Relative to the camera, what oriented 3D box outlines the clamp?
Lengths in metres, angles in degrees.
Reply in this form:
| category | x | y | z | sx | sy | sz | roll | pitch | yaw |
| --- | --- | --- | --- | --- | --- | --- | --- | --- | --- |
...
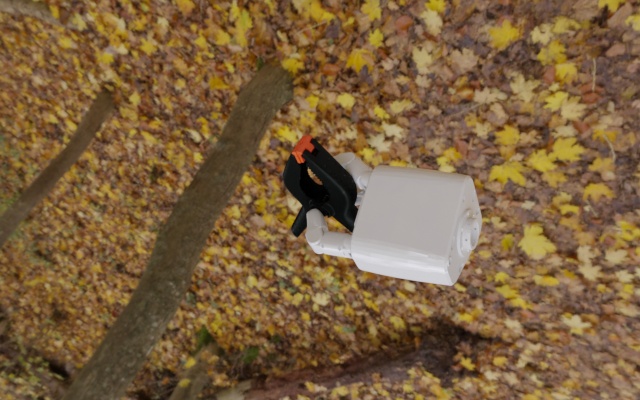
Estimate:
| category | x | y | z | sx | sy | sz | roll | pitch | yaw |
| --- | --- | --- | --- | --- | --- | --- | --- | --- | --- |
| clamp | 0.000 | 0.002 | 0.599 | 0.164 | 0.036 | 0.210 | 7 | -36 | 33 |
